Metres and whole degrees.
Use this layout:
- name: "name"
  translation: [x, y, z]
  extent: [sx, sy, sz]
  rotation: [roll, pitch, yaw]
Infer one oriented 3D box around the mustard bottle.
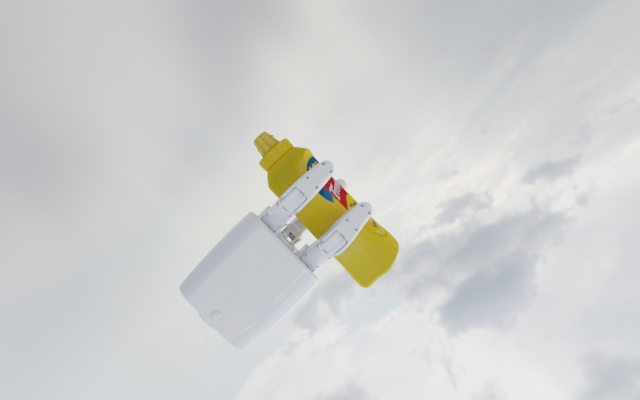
- name: "mustard bottle"
  translation: [0.001, 0.002, 0.512]
  extent: [0.058, 0.191, 0.096]
  rotation: [-43, 3, 19]
